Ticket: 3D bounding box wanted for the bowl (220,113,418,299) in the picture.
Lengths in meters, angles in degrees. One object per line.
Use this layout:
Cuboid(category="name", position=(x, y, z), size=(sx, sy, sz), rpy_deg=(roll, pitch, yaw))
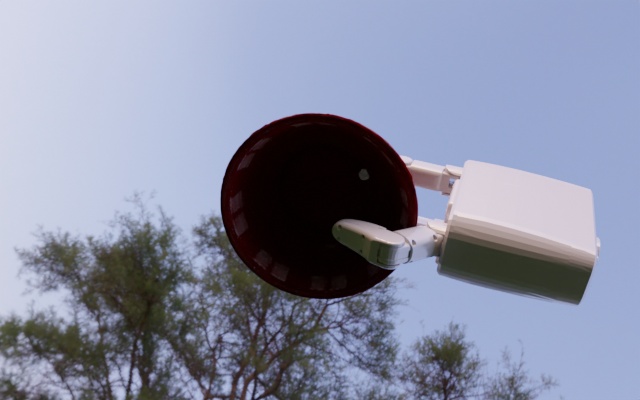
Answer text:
Cuboid(category="bowl", position=(-0.001, 0.001, 0.408), size=(0.162, 0.162, 0.055), rpy_deg=(0, 21, 7))
